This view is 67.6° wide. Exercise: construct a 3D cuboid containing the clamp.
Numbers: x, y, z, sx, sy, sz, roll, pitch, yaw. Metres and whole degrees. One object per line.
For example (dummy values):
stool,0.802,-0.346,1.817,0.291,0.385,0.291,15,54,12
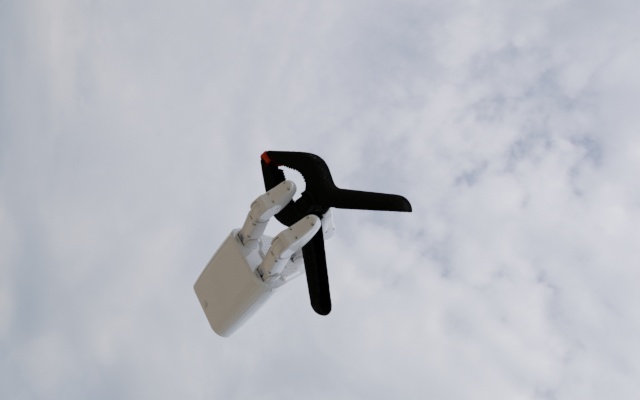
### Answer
clamp,0.000,0.002,0.555,0.164,0.210,0.036,-47,-31,22
